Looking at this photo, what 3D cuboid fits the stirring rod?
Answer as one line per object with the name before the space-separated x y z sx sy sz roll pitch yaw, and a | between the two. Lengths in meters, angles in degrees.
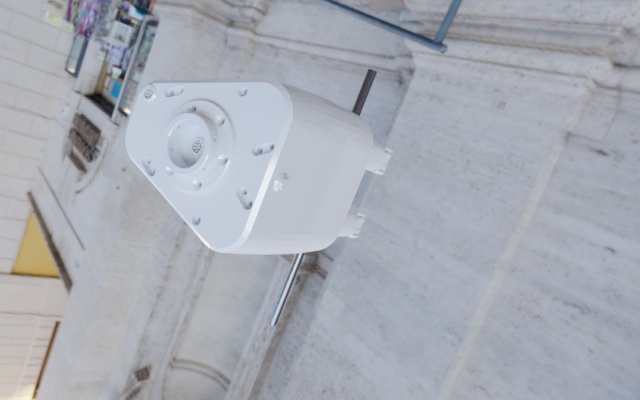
stirring rod | 0.000 0.001 0.419 0.011 0.239 0.011 21 8 -3
